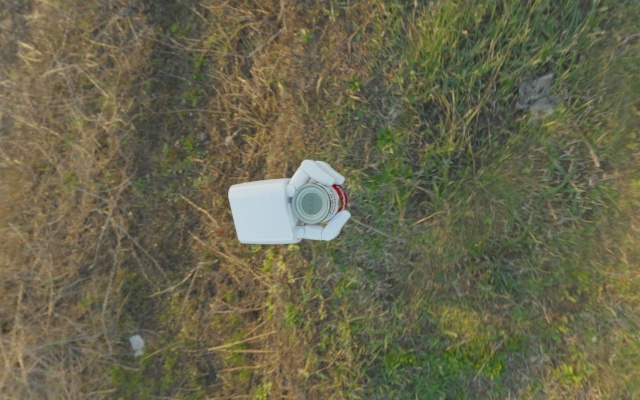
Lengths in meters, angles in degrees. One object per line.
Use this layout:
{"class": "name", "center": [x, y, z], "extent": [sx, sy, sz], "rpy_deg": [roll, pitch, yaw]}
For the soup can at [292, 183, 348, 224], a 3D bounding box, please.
{"class": "soup can", "center": [0.001, 0.003, 0.801], "extent": [0.068, 0.068, 0.102], "rpy_deg": [0, 3, 18]}
